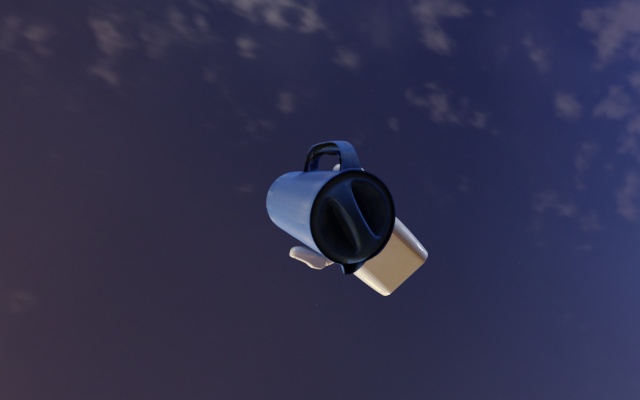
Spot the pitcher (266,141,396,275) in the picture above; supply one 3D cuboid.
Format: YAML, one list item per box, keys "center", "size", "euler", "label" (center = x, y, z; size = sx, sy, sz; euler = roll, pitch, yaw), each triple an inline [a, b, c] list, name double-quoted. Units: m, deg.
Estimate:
- center: [0.000, 0.003, 0.753]
  size: [0.145, 0.149, 0.243]
  euler: [42, -12, -22]
  label: "pitcher"
